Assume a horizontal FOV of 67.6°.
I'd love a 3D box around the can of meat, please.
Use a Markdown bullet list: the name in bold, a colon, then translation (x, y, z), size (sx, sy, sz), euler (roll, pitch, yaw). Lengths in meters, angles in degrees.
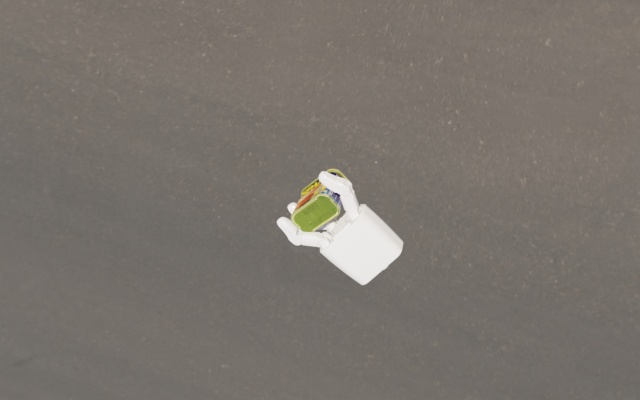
- **can of meat**: translation (0.000, 0.003, 0.866), size (0.102, 0.057, 0.084), euler (-36, 18, 33)
